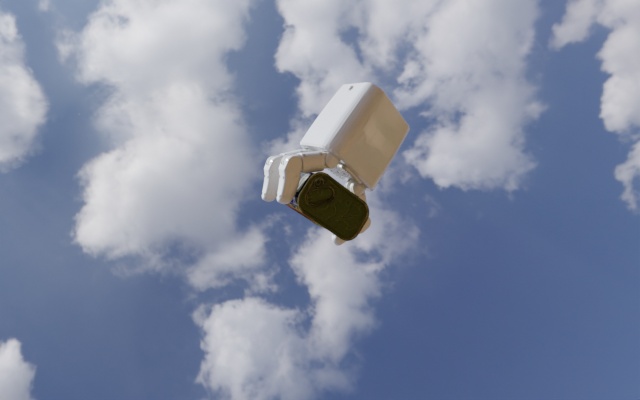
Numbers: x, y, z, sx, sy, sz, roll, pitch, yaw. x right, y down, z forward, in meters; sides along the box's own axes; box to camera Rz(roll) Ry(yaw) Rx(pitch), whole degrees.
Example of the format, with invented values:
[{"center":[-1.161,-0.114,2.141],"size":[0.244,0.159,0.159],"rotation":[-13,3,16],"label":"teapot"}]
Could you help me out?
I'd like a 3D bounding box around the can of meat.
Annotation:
[{"center":[0.000,0.002,0.631],"size":[0.102,0.057,0.084],"rotation":[35,-7,-27],"label":"can of meat"}]
